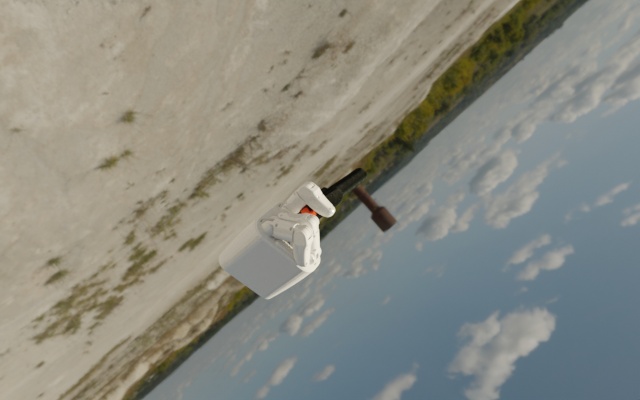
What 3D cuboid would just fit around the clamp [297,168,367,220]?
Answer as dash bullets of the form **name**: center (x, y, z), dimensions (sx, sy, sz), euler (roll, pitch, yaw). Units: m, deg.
- **clamp**: center (0.000, 0.003, 0.769), dimensions (0.120, 0.039, 0.171), euler (-35, 1, 33)
